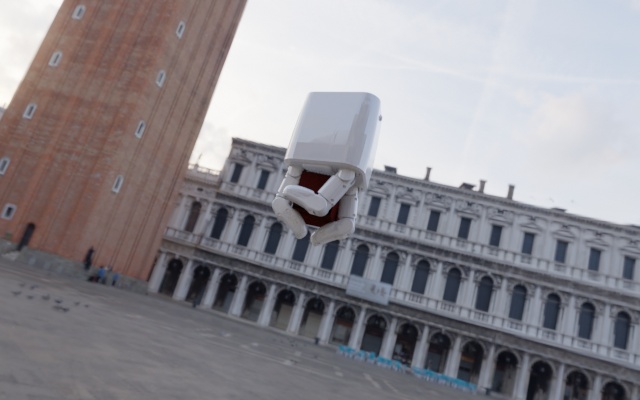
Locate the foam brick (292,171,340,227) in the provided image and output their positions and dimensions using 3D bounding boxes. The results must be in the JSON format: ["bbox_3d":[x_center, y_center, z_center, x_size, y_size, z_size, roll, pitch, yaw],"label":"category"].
[{"bbox_3d":[0.000,0.002,0.635,0.053,0.051,0.078,12,-16,12],"label":"foam brick"}]
